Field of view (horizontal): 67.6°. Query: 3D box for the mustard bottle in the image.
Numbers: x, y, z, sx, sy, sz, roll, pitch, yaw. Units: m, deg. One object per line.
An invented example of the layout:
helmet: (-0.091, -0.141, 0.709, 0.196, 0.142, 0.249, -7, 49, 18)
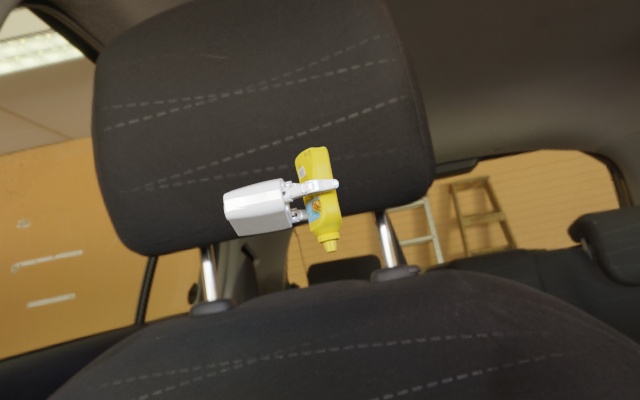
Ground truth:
mustard bottle: (0.000, 0.003, 0.899, 0.058, 0.191, 0.096, -7, -12, -23)
